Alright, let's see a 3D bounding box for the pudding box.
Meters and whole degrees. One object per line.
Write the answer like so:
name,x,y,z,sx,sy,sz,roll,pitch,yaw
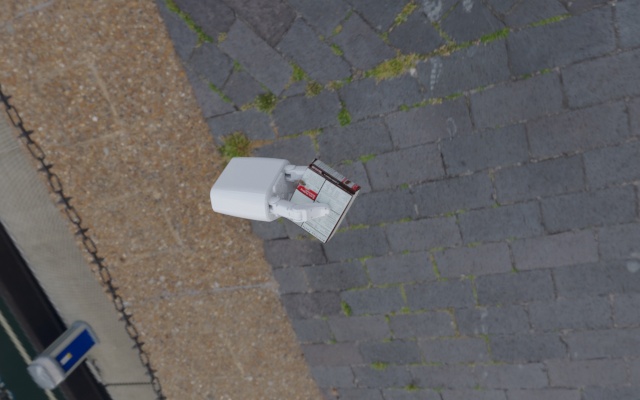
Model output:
pudding box,0.000,0.003,0.776,0.090,0.113,0.039,33,35,6
